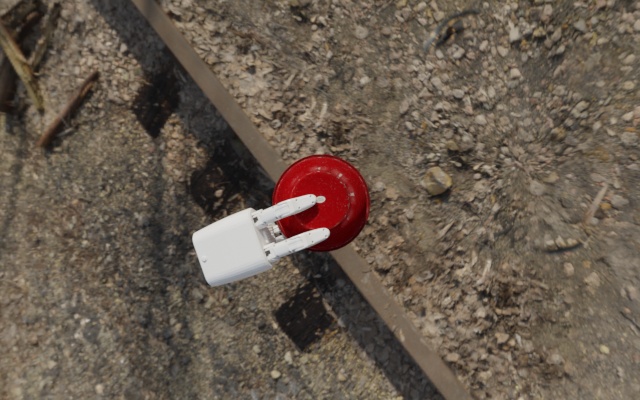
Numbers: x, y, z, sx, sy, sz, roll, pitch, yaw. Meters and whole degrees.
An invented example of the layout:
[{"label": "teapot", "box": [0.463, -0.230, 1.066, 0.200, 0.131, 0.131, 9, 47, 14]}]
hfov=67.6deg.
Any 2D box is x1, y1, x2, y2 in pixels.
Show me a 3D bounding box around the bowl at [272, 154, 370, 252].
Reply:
[{"label": "bowl", "box": [0.001, 0.002, 0.759, 0.162, 0.162, 0.055, 0, -4, 2]}]
